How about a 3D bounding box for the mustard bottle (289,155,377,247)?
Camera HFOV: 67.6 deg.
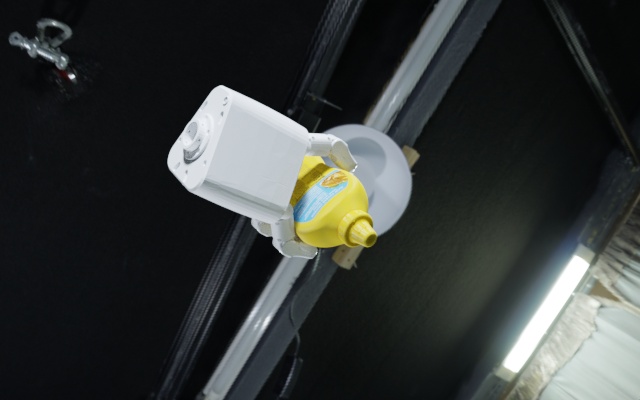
[{"bbox_3d":[0.000,0.002,0.568,0.191,0.096,0.058,36,-15,47],"label":"mustard bottle"}]
